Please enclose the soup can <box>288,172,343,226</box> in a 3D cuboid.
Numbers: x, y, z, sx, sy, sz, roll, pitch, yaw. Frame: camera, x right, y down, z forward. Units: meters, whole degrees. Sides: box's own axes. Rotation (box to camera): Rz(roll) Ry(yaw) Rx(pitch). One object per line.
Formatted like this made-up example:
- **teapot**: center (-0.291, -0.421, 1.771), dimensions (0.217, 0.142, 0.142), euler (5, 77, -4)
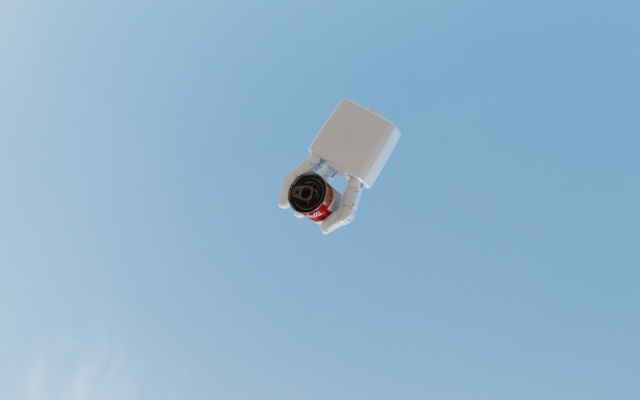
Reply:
- **soup can**: center (0.000, 0.003, 0.785), dimensions (0.068, 0.068, 0.102), euler (0, -17, 26)
